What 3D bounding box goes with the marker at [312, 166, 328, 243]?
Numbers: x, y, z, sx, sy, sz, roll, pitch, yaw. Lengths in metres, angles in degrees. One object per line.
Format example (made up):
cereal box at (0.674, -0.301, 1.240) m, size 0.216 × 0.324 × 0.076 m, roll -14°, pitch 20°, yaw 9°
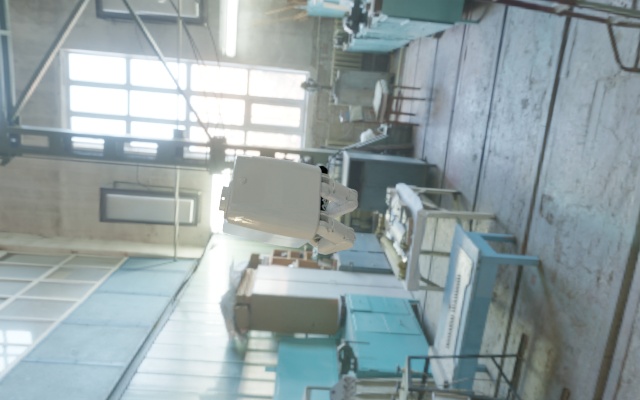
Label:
marker at (0.000, 0.002, 0.663) m, size 0.020 × 0.121 × 0.020 m, roll 1°, pitch -32°, yaw 1°
